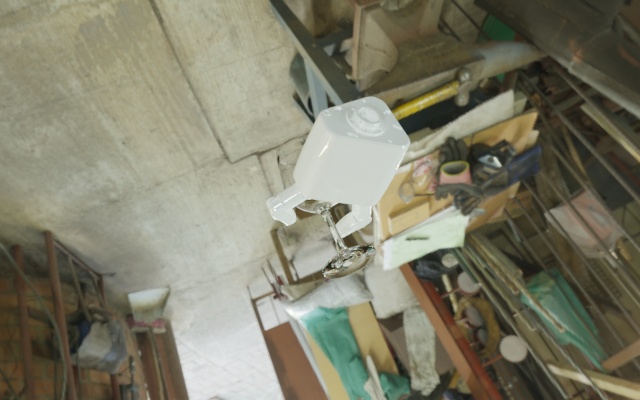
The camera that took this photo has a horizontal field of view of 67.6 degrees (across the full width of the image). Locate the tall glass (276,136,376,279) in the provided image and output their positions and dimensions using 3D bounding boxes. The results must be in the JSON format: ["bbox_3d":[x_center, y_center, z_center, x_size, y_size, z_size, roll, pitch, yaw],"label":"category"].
[{"bbox_3d":[0.000,0.003,0.653,0.079,0.201,0.079,-19,-32,-12],"label":"tall glass"}]
